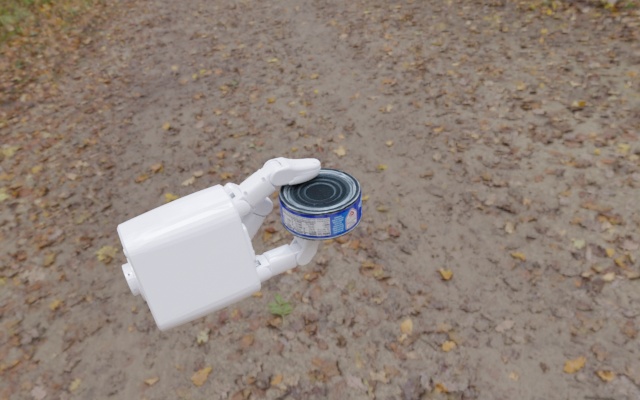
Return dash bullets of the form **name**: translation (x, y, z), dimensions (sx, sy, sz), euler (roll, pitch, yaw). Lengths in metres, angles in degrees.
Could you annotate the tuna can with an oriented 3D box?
- **tuna can**: translation (0.000, 0.001, 0.492), dimensions (0.086, 0.034, 0.086), euler (-3, 35, 2)
